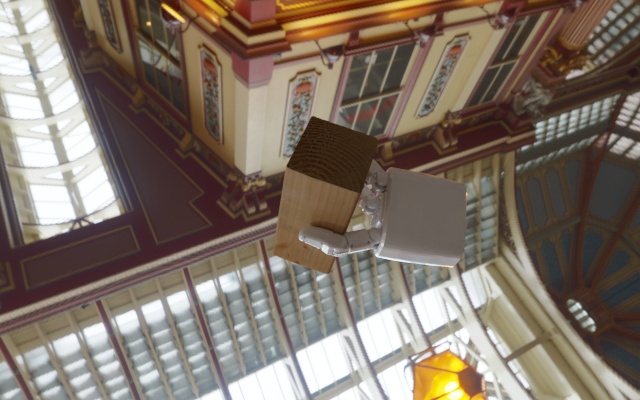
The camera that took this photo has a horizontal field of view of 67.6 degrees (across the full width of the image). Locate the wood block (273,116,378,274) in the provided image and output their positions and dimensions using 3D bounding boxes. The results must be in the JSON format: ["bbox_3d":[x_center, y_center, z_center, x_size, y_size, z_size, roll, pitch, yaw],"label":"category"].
[{"bbox_3d":[0.000,0.003,0.632,0.090,0.090,0.206,20,-36,3],"label":"wood block"}]
